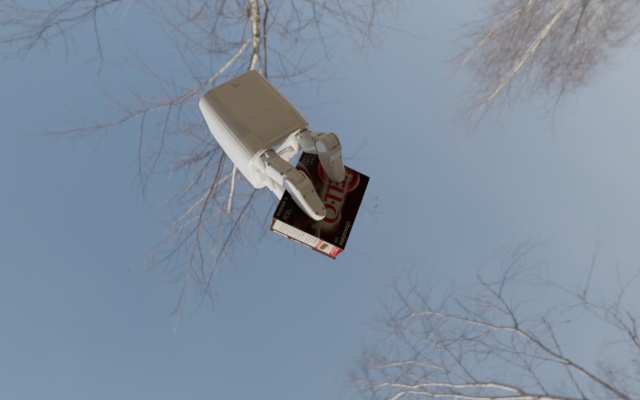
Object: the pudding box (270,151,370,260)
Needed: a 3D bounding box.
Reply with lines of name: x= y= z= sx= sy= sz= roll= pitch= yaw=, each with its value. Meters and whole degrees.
pudding box: x=0.000 y=0.002 z=0.573 sx=0.090 sy=0.113 sz=0.039 roll=24 pitch=-30 yaw=-3
